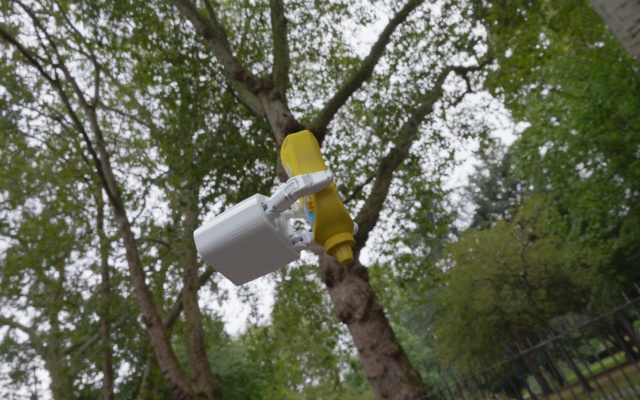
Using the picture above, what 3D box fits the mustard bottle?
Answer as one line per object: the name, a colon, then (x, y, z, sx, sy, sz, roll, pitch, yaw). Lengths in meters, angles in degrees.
mustard bottle: (0.000, 0.002, 0.661, 0.058, 0.191, 0.096, -17, -29, -11)
